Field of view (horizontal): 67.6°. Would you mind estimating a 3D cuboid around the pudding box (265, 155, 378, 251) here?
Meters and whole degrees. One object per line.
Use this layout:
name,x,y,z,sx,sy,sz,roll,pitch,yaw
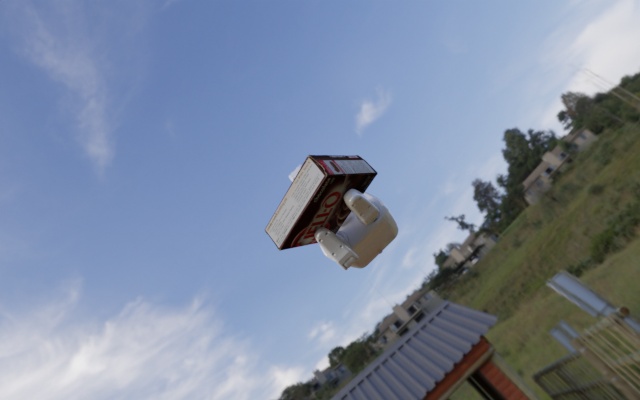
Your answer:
pudding box,0.000,0.002,0.537,0.090,0.113,0.039,-7,45,-49
